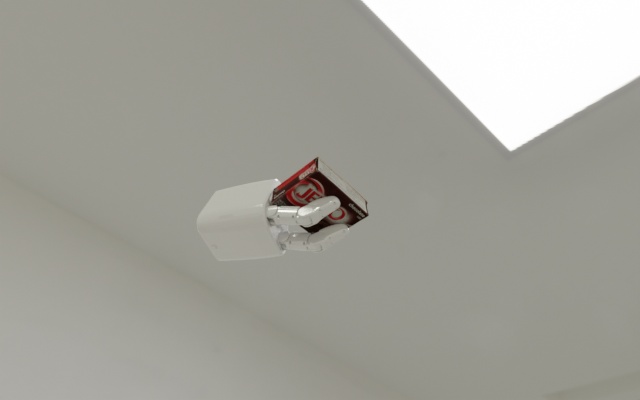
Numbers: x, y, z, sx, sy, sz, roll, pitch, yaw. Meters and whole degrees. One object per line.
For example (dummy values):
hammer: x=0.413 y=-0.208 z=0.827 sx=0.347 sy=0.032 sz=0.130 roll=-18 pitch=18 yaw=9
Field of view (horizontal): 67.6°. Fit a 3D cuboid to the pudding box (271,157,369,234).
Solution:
pudding box: x=0.000 y=0.002 z=0.687 sx=0.090 sy=0.039 sz=0.113 roll=-34 pitch=-56 yaw=28
